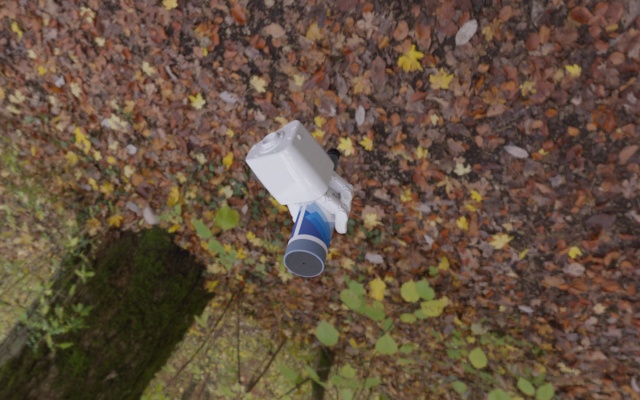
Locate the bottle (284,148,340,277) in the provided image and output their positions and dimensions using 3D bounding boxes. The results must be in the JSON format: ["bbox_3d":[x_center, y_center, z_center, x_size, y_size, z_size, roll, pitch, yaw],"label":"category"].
[{"bbox_3d":[0.000,0.003,0.868,0.069,0.069,0.295,0,42,14],"label":"bottle"}]
